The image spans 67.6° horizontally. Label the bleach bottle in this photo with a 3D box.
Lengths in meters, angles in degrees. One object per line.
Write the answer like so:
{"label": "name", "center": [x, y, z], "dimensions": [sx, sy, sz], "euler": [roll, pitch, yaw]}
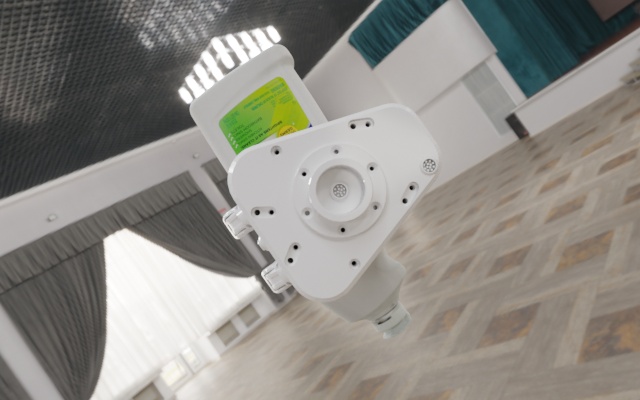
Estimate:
{"label": "bleach bottle", "center": [0.000, 0.001, 0.406], "dimensions": [0.102, 0.251, 0.068], "euler": [-35, -1, -2]}
